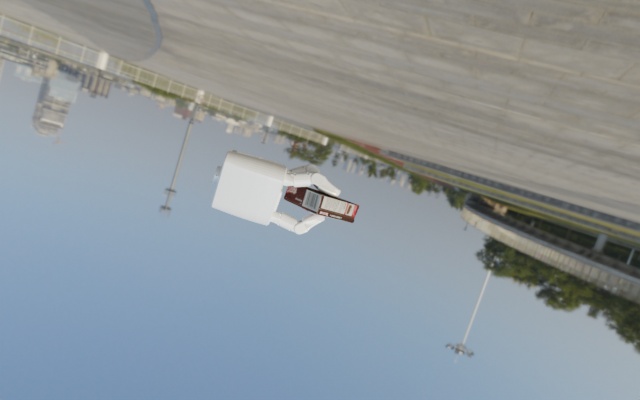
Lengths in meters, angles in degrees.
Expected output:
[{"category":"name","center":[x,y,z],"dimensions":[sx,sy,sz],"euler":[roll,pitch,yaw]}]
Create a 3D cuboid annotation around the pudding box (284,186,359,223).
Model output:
[{"category":"pudding box","center":[0.000,0.003,0.867],"dimensions":[0.090,0.039,0.113],"euler":[14,7,-38]}]
